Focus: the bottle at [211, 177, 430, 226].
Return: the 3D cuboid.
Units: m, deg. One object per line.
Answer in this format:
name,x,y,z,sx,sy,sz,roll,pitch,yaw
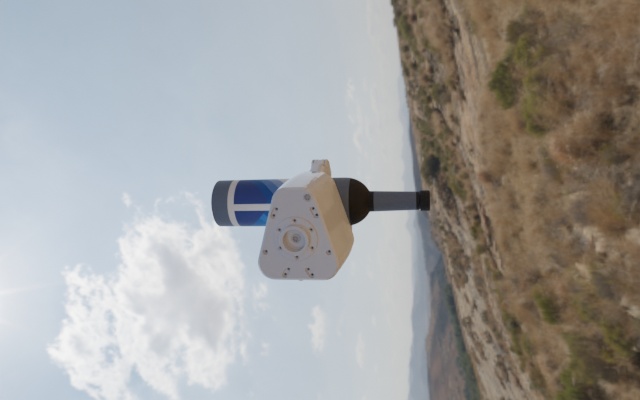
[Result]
bottle,0.000,0.002,0.660,0.296,0.069,0.069,-1,0,11
